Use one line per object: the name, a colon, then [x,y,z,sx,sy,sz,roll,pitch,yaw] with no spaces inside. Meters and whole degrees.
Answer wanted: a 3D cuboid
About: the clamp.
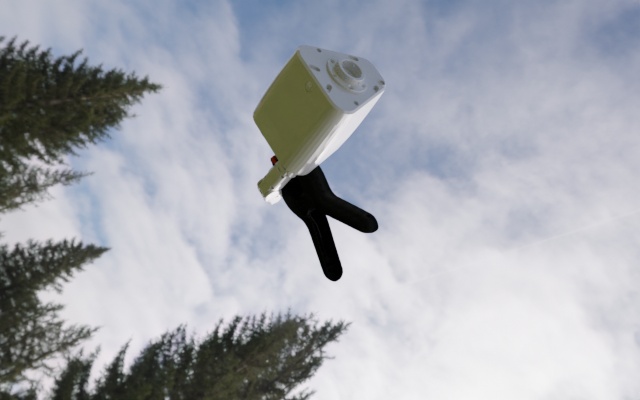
clamp: [0.000,0.002,0.564,0.039,0.171,0.120,-20,-18,-43]
